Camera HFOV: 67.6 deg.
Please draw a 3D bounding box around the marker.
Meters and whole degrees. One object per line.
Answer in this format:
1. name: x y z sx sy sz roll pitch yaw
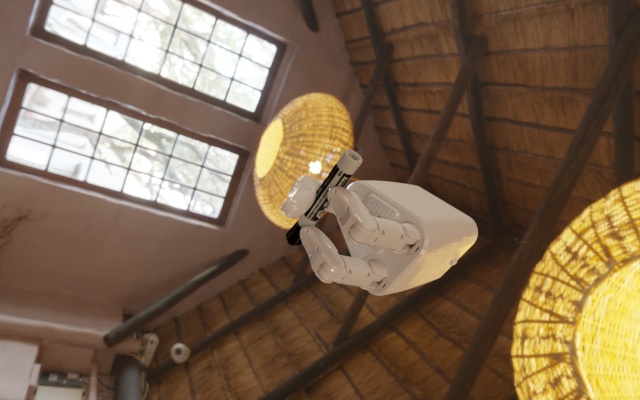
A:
1. marker: 0.000 0.002 0.460 0.020 0.020 0.121 0 -44 -44
